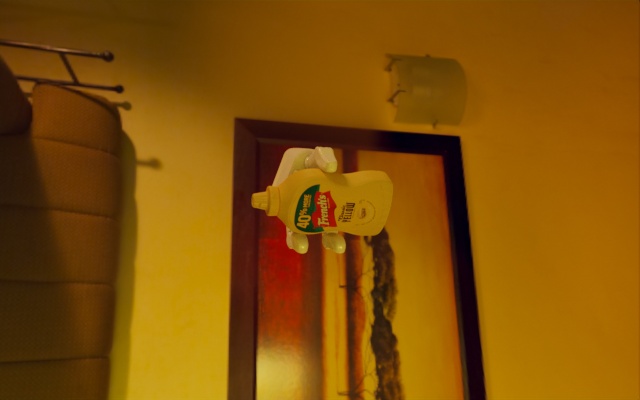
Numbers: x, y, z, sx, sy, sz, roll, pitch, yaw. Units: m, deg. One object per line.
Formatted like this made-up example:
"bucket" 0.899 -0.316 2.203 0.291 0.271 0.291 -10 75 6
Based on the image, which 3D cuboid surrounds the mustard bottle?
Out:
"mustard bottle" 0.000 0.002 0.669 0.191 0.096 0.058 2 34 -16
